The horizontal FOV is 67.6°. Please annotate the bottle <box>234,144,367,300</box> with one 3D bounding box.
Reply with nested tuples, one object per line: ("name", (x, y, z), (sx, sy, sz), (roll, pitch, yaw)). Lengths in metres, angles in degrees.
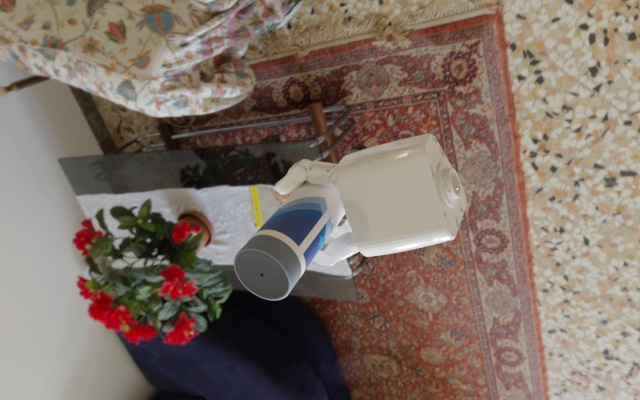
("bottle", (0.000, 0.002, 0.593), (0.069, 0.069, 0.295), (0, 30, 28))
